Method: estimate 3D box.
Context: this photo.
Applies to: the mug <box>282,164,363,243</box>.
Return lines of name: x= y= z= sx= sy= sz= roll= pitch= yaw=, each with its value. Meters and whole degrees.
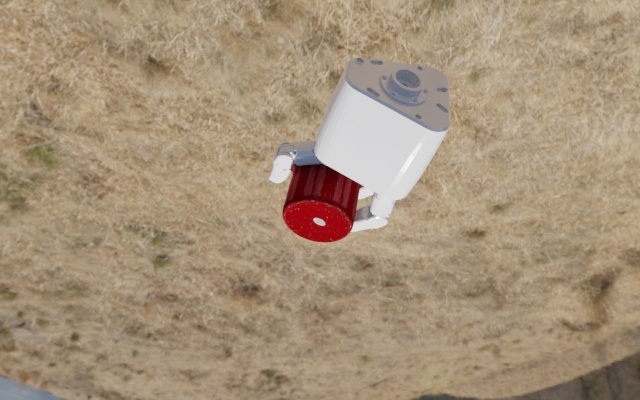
mug: x=0.000 y=0.003 z=0.567 sx=0.093 sy=0.081 sz=0.117 roll=16 pitch=-39 yaw=-4
